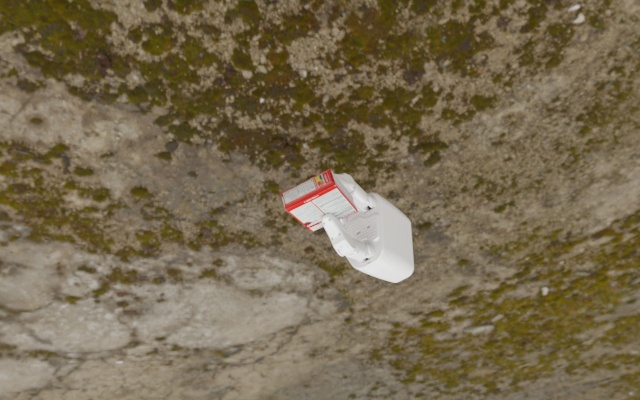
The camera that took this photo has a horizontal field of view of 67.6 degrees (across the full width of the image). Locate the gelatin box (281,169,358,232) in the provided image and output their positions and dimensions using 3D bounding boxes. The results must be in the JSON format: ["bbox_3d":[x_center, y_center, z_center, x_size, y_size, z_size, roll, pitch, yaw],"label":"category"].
[{"bbox_3d":[0.000,0.002,0.636,0.073,0.030,0.089,-26,-31,12],"label":"gelatin box"}]
